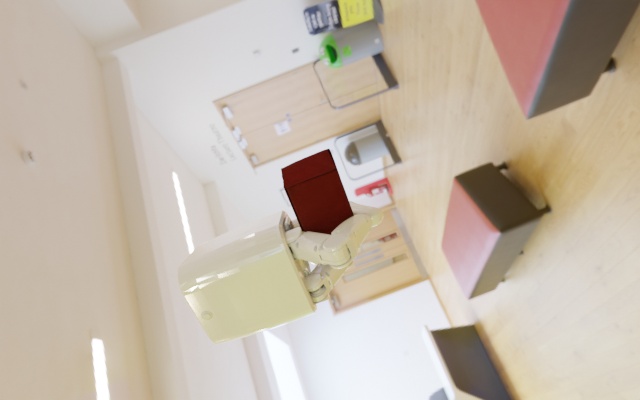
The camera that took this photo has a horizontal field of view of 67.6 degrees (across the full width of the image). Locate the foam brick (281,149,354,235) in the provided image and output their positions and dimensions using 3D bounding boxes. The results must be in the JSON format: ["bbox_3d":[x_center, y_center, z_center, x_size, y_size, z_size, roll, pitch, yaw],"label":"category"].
[{"bbox_3d":[0.000,0.001,0.452,0.051,0.078,0.053,-20,26,2],"label":"foam brick"}]
